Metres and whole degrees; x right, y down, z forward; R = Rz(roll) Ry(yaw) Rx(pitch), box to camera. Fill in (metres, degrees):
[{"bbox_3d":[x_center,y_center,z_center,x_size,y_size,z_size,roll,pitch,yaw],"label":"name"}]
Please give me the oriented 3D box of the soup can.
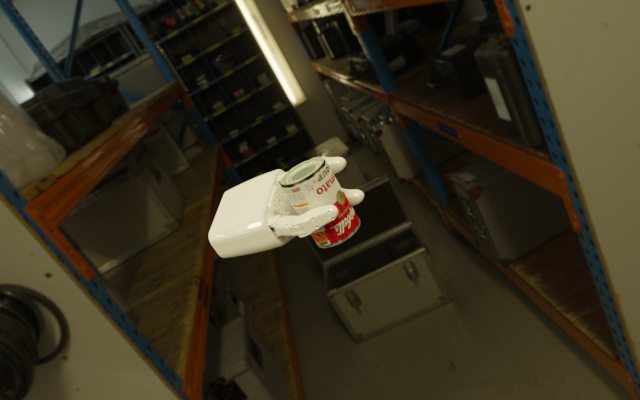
[{"bbox_3d":[0.000,0.002,0.630,0.068,0.102,0.068,-26,22,11],"label":"soup can"}]
